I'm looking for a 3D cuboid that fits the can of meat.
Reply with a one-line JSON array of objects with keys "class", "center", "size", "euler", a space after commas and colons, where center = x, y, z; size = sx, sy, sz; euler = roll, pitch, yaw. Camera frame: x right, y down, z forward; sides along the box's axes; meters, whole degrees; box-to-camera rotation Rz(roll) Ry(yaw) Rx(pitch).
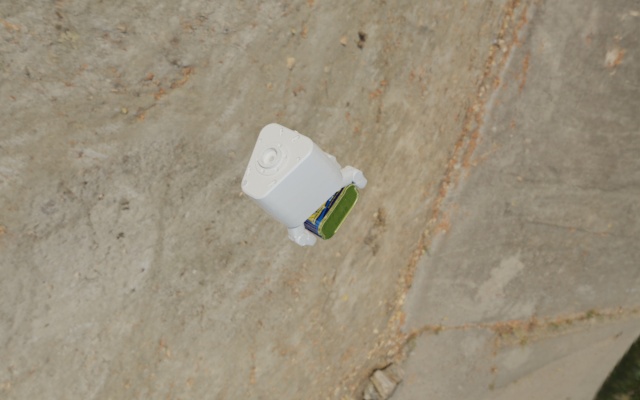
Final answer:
[{"class": "can of meat", "center": [0.000, 0.003, 0.762], "size": [0.084, 0.102, 0.057], "euler": [28, -12, 32]}]
